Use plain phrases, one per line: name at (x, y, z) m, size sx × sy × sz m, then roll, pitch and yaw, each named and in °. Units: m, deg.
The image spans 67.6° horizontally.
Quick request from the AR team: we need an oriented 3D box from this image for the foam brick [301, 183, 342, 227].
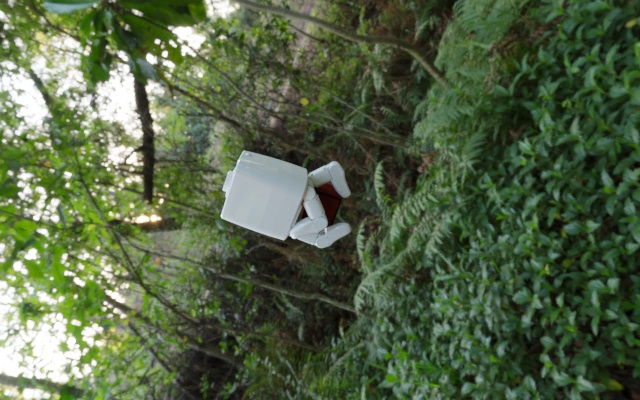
foam brick at (0.000, 0.003, 0.785) m, size 0.051 × 0.053 × 0.078 m, roll 17°, pitch 14°, yaw -8°
